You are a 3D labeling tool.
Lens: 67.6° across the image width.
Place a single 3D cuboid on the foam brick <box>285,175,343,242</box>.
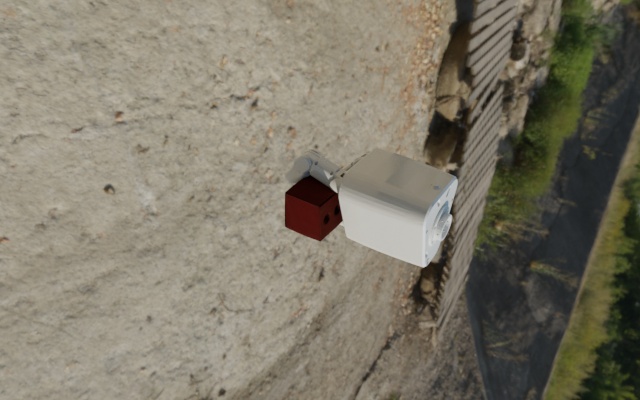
[{"bbox_3d":[0.000,0.002,0.574,0.051,0.053,0.078,23,42,27],"label":"foam brick"}]
